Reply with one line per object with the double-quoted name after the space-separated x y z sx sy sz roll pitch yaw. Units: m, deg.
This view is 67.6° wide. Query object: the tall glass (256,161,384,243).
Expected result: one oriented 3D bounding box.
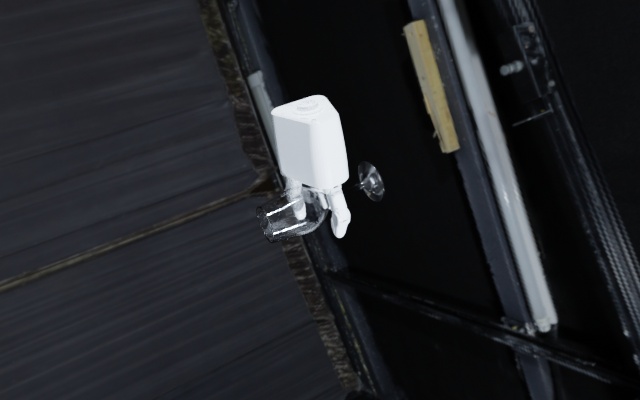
0.001 0.002 0.770 0.201 0.079 0.079 -23 8 -21 "tall glass"
